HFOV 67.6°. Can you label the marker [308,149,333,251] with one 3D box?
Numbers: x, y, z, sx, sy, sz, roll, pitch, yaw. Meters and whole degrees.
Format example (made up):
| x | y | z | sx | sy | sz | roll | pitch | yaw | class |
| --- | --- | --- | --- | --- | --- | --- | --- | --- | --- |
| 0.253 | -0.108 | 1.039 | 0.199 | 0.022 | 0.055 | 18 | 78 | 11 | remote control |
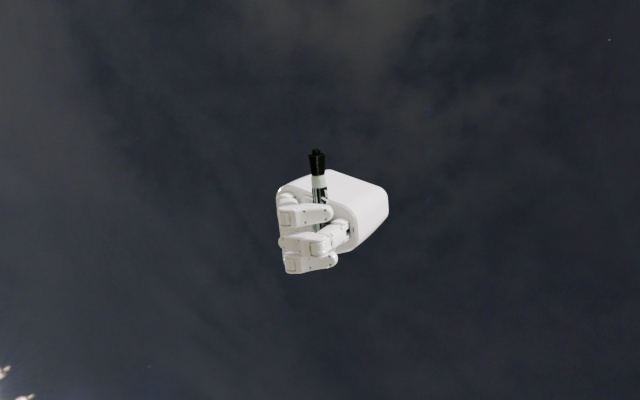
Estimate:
| x | y | z | sx | sy | sz | roll | pitch | yaw | class |
| --- | --- | --- | --- | --- | --- | --- | --- | --- | --- |
| 0.000 | 0.002 | 0.540 | 0.020 | 0.121 | 0.020 | -5 | 16 | 1 | marker |
